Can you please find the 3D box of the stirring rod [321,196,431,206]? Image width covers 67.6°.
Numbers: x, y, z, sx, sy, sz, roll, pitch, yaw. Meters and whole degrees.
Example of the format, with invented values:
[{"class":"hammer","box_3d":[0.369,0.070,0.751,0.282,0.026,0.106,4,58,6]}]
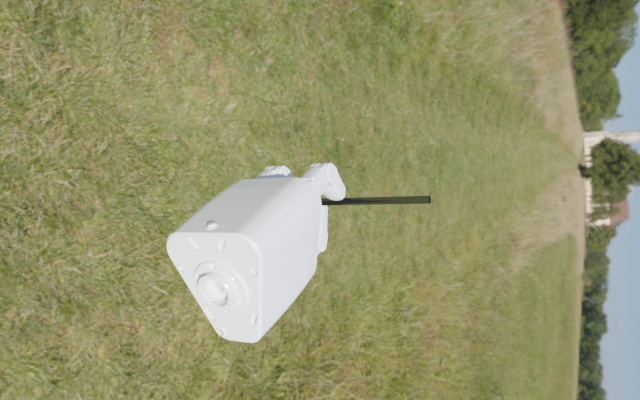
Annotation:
[{"class":"stirring rod","box_3d":[0.000,0.002,0.526,0.239,0.011,0.011,-1,-1,26]}]
